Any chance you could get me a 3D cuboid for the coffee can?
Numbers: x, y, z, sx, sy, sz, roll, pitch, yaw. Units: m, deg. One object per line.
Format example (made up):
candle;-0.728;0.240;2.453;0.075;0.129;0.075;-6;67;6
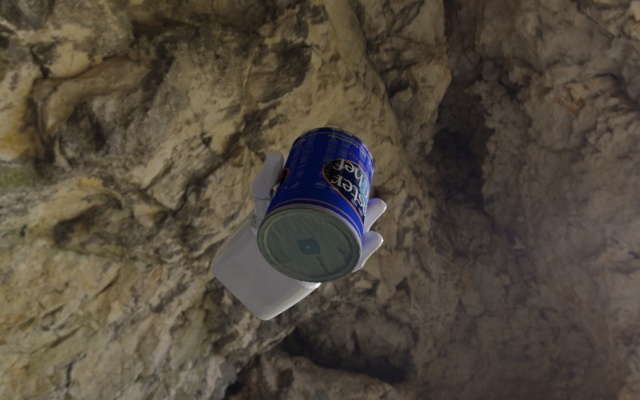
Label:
coffee can;0.000;0.002;0.511;0.103;0.103;0.140;0;40;13
